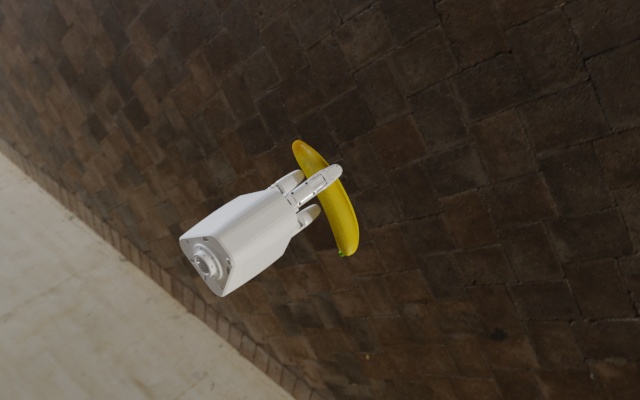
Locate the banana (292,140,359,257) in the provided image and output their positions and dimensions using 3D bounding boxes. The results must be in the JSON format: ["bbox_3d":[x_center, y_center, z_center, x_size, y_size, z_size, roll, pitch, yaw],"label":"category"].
[{"bbox_3d":[0.014,0.006,0.677,0.069,0.198,0.037,3,32,48],"label":"banana"}]
